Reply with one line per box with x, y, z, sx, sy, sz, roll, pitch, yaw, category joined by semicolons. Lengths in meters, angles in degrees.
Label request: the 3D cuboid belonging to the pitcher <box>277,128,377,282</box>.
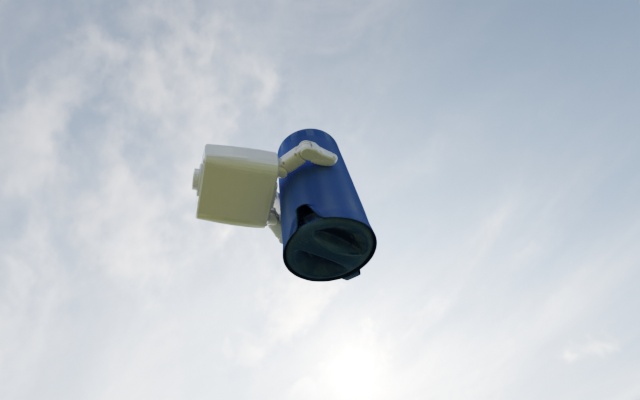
0.000;0.002;0.750;0.145;0.149;0.242;8;40;-18;pitcher
